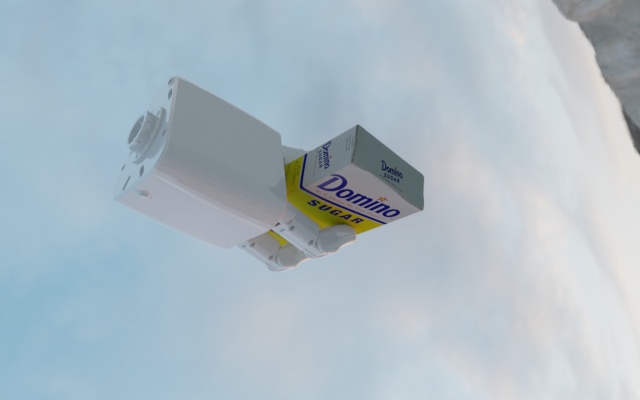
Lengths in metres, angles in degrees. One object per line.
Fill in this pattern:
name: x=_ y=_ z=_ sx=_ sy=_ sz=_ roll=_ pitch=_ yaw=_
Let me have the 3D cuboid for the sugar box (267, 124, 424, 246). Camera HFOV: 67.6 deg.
sugar box: x=0.000 y=0.002 z=0.455 sx=0.093 sy=0.048 sz=0.176 roll=31 pitch=-37 yaw=-32
